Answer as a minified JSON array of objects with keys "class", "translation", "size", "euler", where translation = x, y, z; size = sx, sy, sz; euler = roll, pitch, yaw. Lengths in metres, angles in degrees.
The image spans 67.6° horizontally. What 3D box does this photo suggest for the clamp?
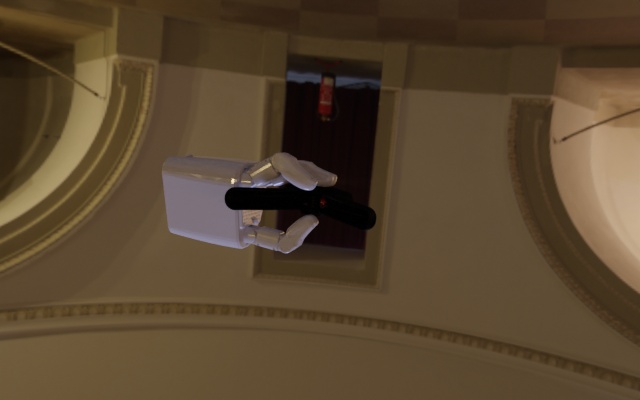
[{"class":"clamp","translation":[0.000,0.003,0.590],"size":[0.164,0.036,0.210],"euler":[11,7,15]}]
